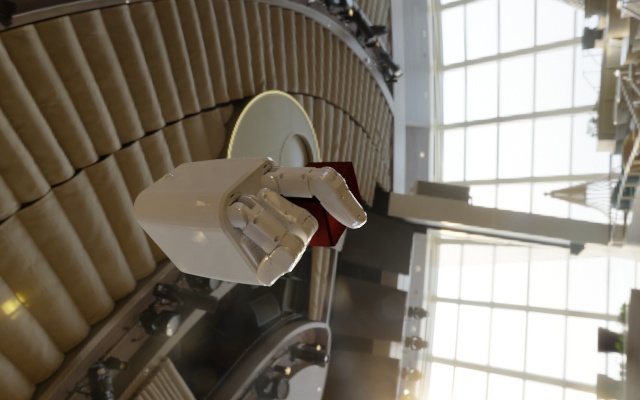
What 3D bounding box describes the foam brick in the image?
[{"bbox_3d":[0.000,0.001,0.465,0.051,0.053,0.078,1,30,27],"label":"foam brick"}]
